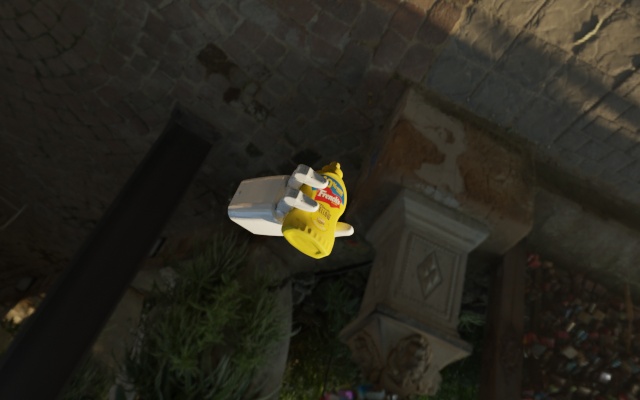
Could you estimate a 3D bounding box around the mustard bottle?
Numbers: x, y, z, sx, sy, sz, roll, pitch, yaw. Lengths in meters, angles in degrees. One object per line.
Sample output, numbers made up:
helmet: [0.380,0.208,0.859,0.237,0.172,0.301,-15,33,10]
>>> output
mustard bottle: [0.000,0.003,0.873,0.096,0.191,0.058,38,-39,-22]
